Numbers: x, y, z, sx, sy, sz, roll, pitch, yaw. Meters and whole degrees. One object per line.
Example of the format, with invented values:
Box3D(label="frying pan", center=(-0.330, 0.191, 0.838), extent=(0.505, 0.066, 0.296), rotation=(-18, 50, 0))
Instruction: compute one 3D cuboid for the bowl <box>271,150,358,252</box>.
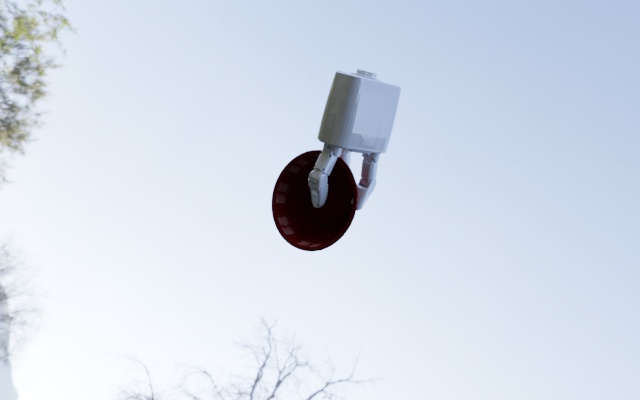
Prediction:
Box3D(label="bowl", center=(0.000, 0.004, 0.771), extent=(0.162, 0.162, 0.055), rotation=(0, -7, 32))
